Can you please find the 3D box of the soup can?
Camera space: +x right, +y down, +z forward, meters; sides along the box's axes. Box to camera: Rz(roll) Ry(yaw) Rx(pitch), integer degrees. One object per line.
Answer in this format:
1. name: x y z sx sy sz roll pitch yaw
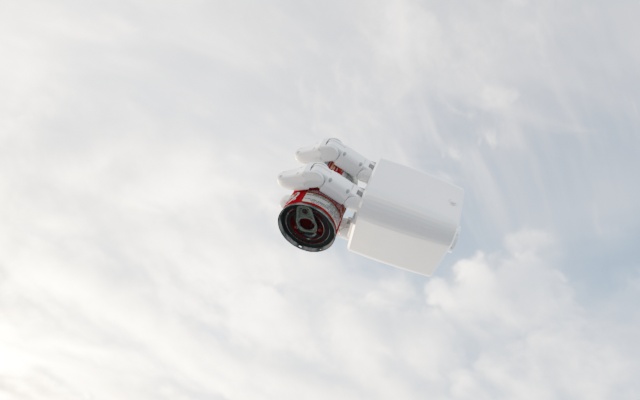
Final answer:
1. soup can: 0.000 0.002 0.561 0.068 0.068 0.102 0 36 23
